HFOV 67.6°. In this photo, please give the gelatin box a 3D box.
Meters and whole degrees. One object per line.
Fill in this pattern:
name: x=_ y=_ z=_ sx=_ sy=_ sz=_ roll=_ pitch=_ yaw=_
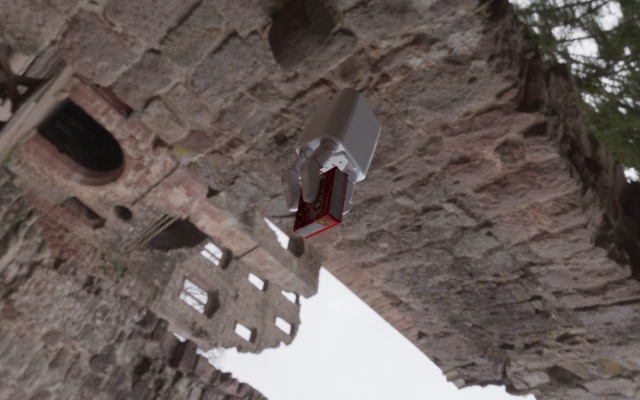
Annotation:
gelatin box: x=0.000 y=0.003 z=0.685 sx=0.030 sy=0.089 sz=0.073 roll=34 pitch=-42 yaw=-30
